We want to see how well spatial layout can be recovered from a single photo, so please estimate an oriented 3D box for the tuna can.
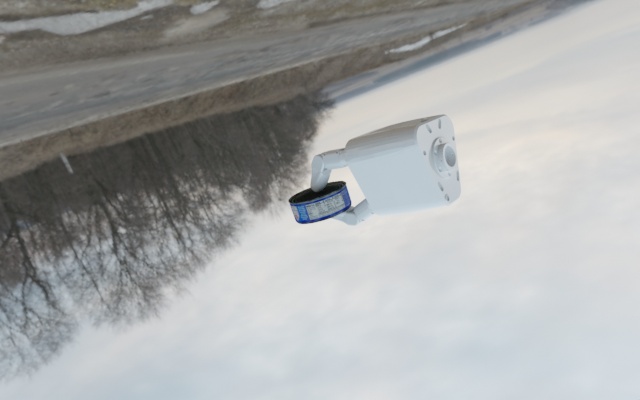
[{"bbox_3d":[0.000,0.003,0.675,0.086,0.034,0.086,-17,13,4],"label":"tuna can"}]
